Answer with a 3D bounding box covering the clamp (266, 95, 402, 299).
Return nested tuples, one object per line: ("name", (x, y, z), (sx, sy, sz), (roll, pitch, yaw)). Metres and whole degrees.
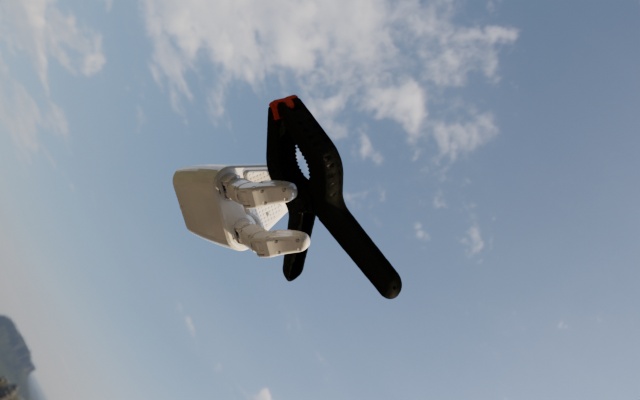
("clamp", (0.000, 0.001, 0.472), (0.164, 0.210, 0.036), (7, 26, 45))
